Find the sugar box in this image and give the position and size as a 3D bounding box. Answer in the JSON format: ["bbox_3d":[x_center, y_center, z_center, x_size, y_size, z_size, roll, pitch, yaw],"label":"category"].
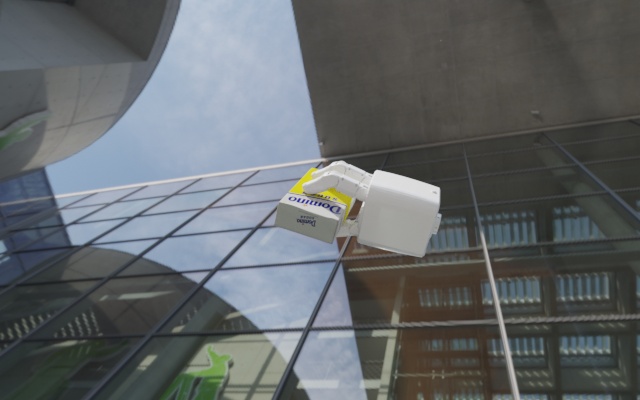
[{"bbox_3d":[0.000,0.002,0.757,0.093,0.048,0.176,17,21,8],"label":"sugar box"}]
